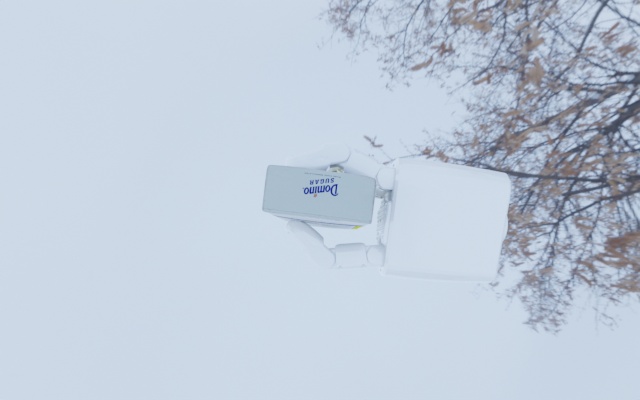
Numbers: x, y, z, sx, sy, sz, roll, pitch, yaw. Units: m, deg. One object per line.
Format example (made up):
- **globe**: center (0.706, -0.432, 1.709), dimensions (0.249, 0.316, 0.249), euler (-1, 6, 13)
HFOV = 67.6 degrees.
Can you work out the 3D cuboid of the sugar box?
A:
- **sugar box**: center (0.000, 0.001, 0.473), dimensions (0.093, 0.048, 0.176), euler (7, -7, 1)
